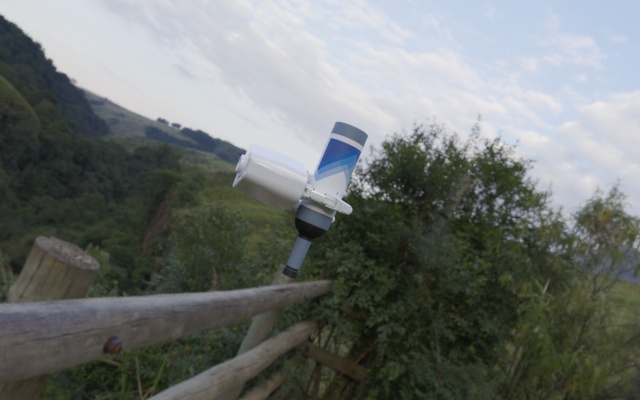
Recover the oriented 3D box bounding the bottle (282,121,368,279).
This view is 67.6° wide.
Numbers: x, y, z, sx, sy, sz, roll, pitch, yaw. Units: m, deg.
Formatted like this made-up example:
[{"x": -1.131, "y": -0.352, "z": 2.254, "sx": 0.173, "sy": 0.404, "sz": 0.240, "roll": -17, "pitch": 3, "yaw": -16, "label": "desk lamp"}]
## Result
[{"x": 0.000, "y": 0.003, "z": 0.880, "sx": 0.069, "sy": 0.295, "sz": 0.069, "roll": 23, "pitch": -2, "yaw": 1, "label": "bottle"}]
